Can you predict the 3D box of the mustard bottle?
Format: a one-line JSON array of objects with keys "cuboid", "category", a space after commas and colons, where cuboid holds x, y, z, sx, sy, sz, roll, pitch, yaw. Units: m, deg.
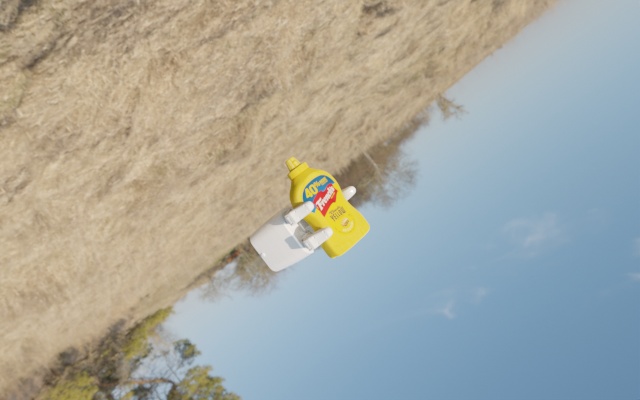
[{"cuboid": [0.000, 0.003, 0.862, 0.096, 0.191, 0.058, -38, 3, -29], "category": "mustard bottle"}]
